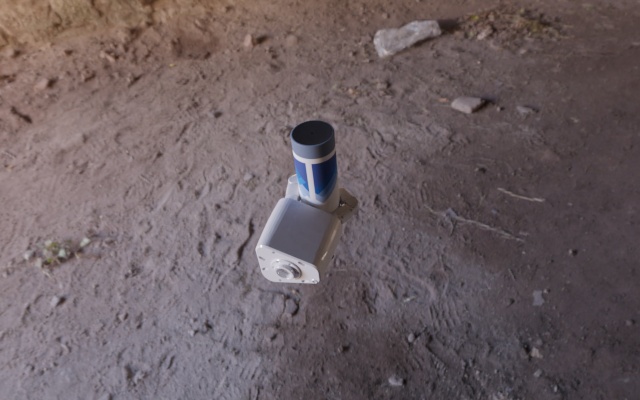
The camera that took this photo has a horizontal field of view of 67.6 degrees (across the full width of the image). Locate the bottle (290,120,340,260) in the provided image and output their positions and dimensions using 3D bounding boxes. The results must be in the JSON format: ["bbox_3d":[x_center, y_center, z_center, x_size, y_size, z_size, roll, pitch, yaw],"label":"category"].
[{"bbox_3d":[0.000,0.002,0.820,0.069,0.296,0.069,-3,44,3],"label":"bottle"}]
